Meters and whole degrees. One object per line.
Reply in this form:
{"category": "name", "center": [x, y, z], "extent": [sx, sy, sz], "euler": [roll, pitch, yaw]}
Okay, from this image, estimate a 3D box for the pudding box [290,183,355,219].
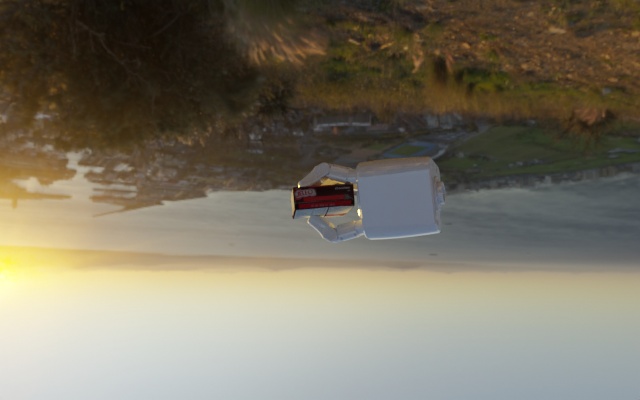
{"category": "pudding box", "center": [0.000, 0.003, 0.737], "extent": [0.090, 0.039, 0.113], "euler": [-3, -11, -6]}
